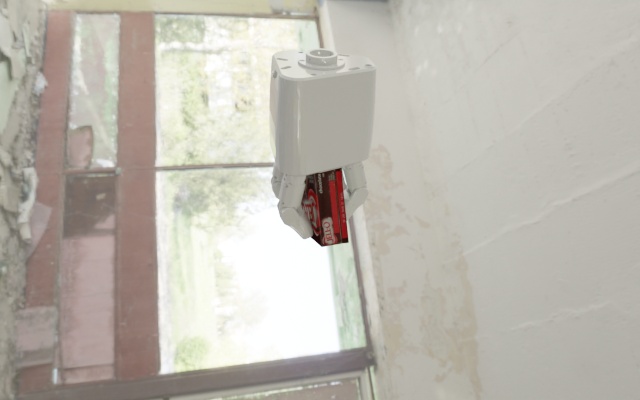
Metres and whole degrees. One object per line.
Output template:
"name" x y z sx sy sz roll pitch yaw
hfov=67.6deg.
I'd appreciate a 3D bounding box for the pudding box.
"pudding box" 0.000 0.002 0.582 0.039 0.090 0.113 -6 7 -10
